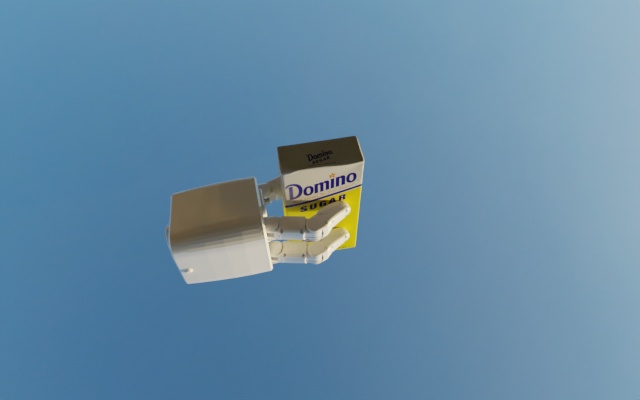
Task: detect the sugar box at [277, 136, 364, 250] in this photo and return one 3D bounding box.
[{"bbox_3d":[0.000,0.002,0.585,0.093,0.048,0.176,-9,-34,-6],"label":"sugar box"}]
